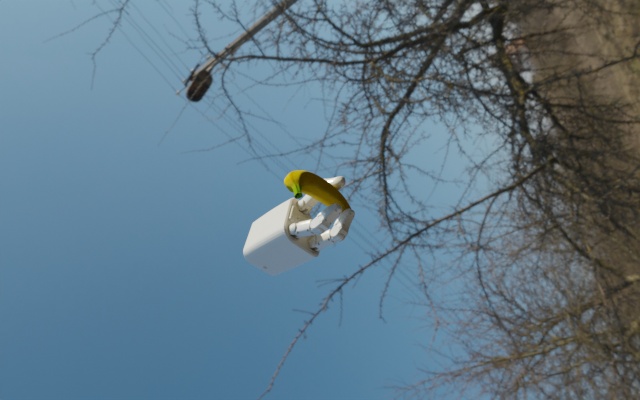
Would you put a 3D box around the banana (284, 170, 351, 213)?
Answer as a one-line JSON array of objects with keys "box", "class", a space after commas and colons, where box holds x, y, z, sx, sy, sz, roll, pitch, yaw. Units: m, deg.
[{"box": [-0.008, -0.014, 0.799, 0.037, 0.069, 0.198, -31, -22, 21], "class": "banana"}]
